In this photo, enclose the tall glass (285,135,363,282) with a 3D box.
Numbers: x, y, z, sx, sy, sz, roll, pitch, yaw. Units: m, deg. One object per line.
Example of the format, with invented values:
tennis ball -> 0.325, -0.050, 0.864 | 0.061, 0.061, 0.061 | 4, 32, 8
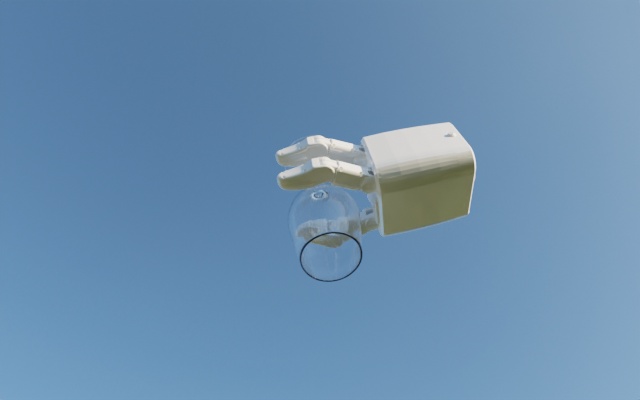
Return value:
tall glass -> 0.000, 0.001, 0.542 | 0.079, 0.079, 0.201 | 0, 33, -7
